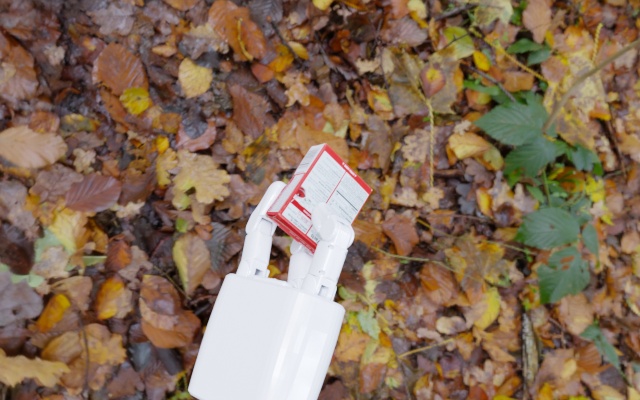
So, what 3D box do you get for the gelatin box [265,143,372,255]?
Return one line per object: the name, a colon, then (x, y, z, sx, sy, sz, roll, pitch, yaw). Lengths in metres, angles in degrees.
gelatin box: (0.000, 0.001, 0.465, 0.073, 0.089, 0.030, 42, -22, -25)
